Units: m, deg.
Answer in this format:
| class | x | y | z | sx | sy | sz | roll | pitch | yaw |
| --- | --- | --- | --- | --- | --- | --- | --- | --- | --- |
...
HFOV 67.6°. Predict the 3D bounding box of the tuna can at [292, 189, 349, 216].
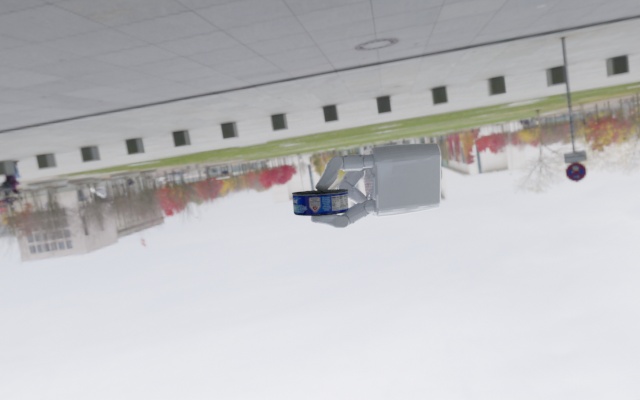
| class | x | y | z | sx | sy | sz | roll | pitch | yaw |
| --- | --- | --- | --- | --- | --- | --- | --- | --- | --- |
| tuna can | 0.000 | 0.003 | 0.726 | 0.086 | 0.034 | 0.086 | -3 | 5 | 0 |
